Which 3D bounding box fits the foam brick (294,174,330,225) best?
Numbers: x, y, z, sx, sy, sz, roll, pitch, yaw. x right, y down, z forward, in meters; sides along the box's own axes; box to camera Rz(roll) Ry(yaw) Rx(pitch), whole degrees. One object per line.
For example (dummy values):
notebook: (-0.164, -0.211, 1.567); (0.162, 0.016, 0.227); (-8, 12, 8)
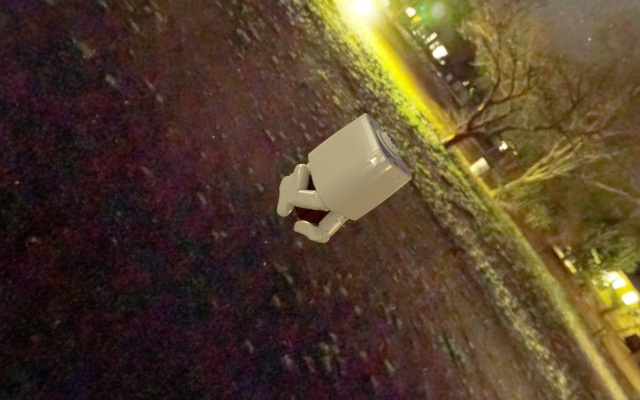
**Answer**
foam brick: (0.000, 0.002, 0.719); (0.051, 0.053, 0.078); (-36, -31, 20)
